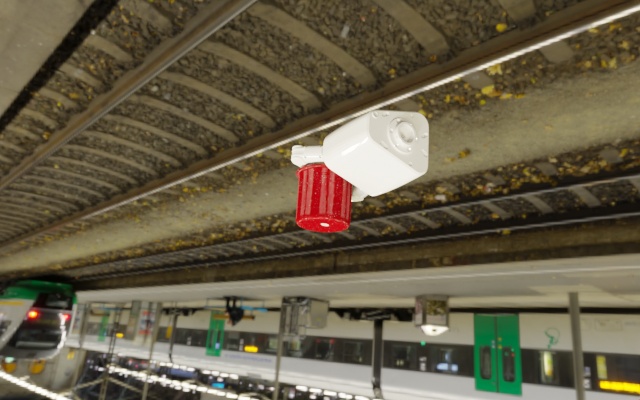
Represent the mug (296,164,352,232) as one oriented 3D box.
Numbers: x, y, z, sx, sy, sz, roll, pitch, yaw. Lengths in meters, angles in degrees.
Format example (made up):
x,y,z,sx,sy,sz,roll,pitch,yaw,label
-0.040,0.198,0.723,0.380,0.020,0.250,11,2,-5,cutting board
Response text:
x,y,z,sx,sy,sz,roll,pitch,yaw,label
-0.001,0.003,0.732,0.093,0.081,0.117,13,-20,-26,mug
